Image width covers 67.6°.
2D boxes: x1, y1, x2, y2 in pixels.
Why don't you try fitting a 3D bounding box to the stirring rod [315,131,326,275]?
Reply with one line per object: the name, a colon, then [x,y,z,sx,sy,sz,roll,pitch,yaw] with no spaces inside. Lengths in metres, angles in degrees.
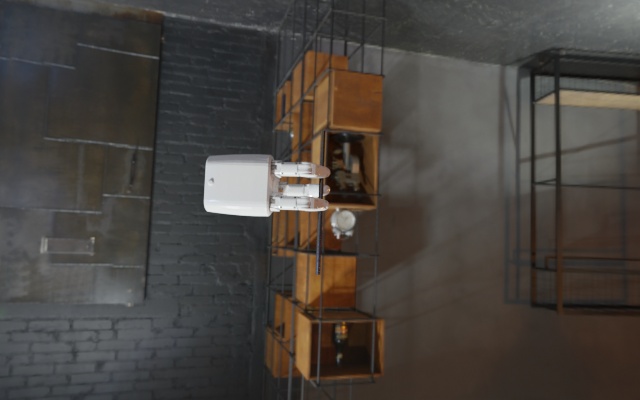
stirring rod: [0.000,0.003,0.799,0.011,0.239,0.011,2,-4,0]
